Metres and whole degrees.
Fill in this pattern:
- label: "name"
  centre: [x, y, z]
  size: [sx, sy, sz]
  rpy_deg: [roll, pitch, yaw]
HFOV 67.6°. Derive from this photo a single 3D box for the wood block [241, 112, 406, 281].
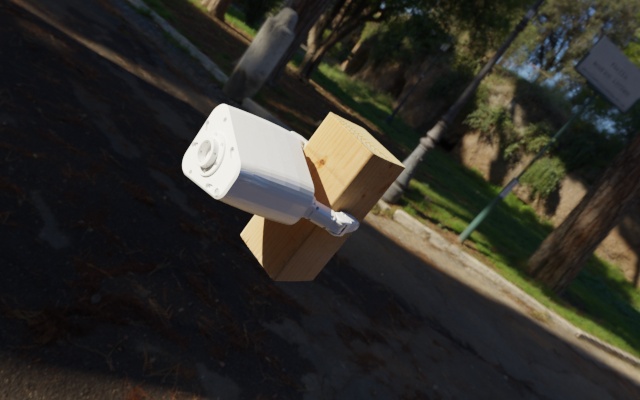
- label: "wood block"
  centre: [0.000, 0.002, 0.629]
  size: [0.090, 0.206, 0.090]
  rpy_deg: [13, 30, -54]
